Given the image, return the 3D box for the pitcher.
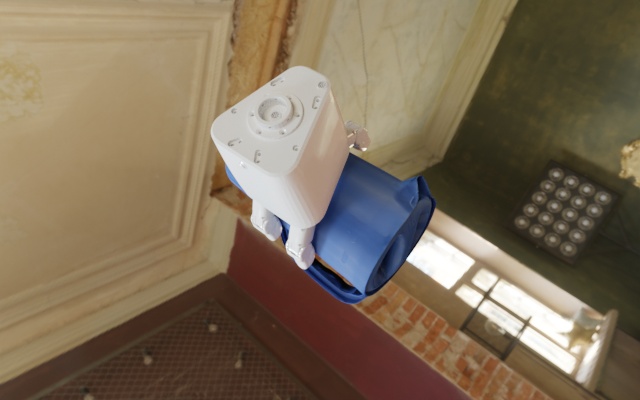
[{"bbox_3d":[0.000,0.002,0.578,0.242,0.149,0.145,35,-14,23],"label":"pitcher"}]
